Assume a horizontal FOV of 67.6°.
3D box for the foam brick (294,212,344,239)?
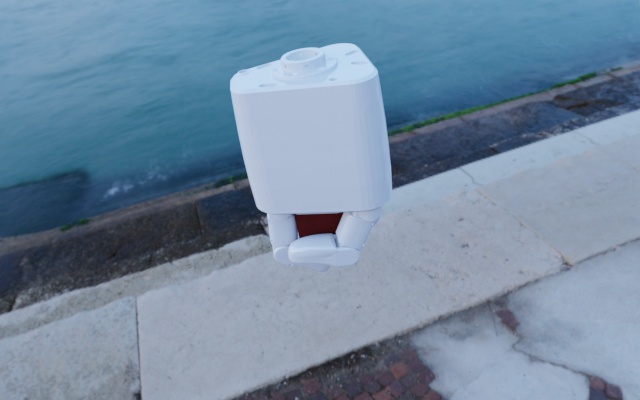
[{"bbox_3d":[0.000,0.001,0.444,0.053,0.051,0.078,-13,34,-3],"label":"foam brick"}]
